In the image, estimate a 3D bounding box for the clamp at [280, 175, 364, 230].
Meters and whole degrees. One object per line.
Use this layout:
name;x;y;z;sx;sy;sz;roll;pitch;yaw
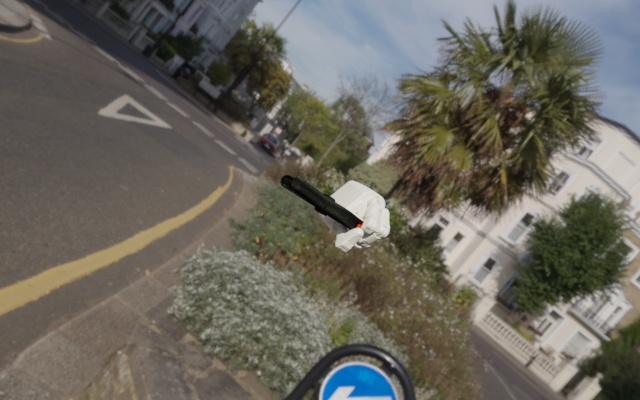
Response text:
clamp;0.001;0.002;0.869;0.171;0.039;0.120;37;0;-23
